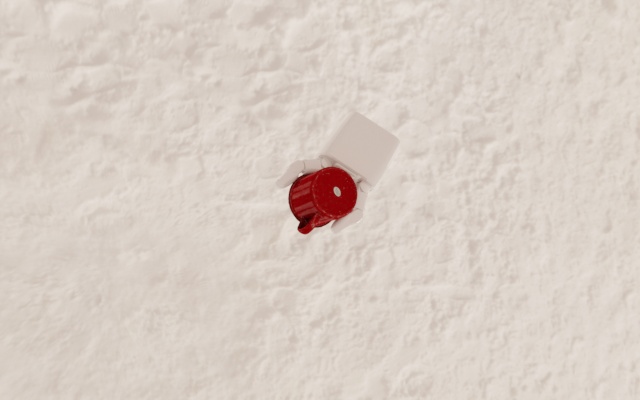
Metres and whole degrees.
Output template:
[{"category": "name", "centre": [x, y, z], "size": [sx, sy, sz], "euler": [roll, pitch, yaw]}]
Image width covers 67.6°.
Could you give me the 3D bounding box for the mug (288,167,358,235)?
[{"category": "mug", "centre": [-0.001, 0.004, 0.754], "size": [0.093, 0.117, 0.081], "euler": [39, -23, -15]}]
